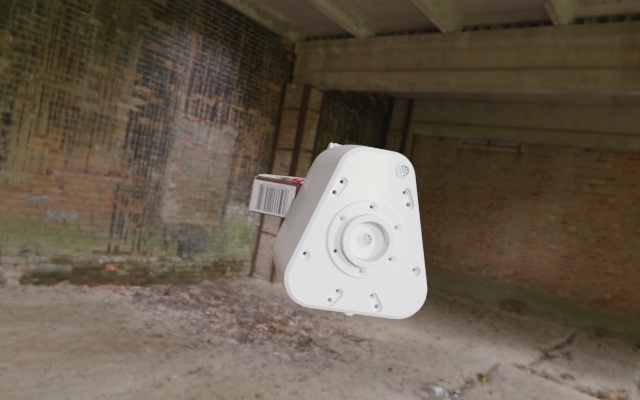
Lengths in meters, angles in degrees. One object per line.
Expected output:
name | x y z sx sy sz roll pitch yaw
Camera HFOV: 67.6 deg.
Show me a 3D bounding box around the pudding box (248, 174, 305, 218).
pudding box | 0.000 0.001 0.473 0.113 0.039 0.090 12 5 20
